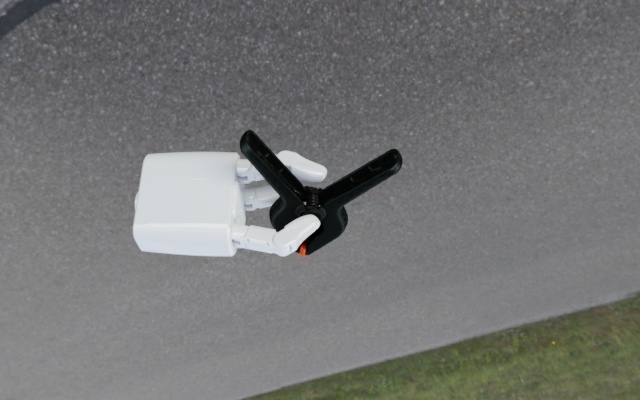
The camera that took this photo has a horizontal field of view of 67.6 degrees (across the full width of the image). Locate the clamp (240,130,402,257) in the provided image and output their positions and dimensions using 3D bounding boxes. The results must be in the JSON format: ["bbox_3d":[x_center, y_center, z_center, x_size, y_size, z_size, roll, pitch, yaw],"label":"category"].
[{"bbox_3d":[0.000,0.003,0.549,0.164,0.036,0.210,4,-37,2],"label":"clamp"}]
